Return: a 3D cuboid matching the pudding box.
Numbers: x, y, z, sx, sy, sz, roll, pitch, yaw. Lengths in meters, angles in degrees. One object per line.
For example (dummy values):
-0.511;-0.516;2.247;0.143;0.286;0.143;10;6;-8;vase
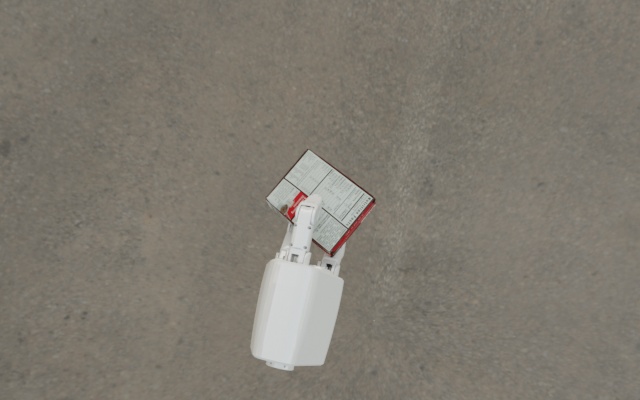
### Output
0.000;0.002;0.600;0.113;0.090;0.039;39;-8;14;pudding box
